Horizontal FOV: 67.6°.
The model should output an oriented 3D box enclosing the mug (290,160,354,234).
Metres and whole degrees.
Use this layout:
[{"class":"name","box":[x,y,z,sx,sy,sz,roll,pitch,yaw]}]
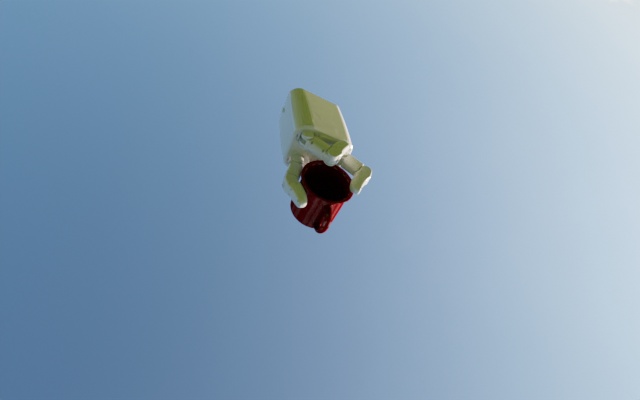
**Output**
[{"class":"mug","box":[0.000,0.004,0.794,0.093,0.117,0.081,7,-41,-21]}]
